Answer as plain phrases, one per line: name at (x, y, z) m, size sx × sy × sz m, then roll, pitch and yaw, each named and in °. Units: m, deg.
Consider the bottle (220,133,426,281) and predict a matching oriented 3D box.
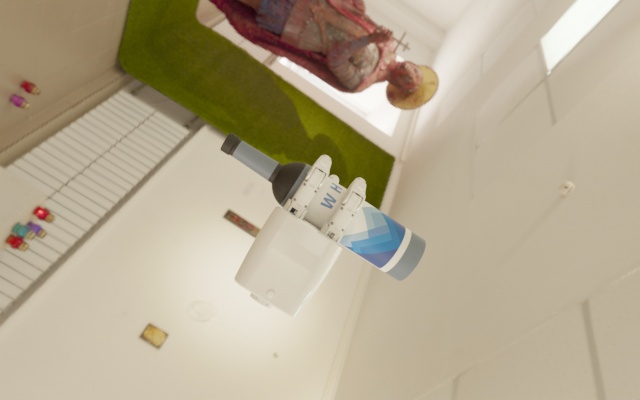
bottle at (0.000, 0.002, 0.635) m, size 0.296 × 0.069 × 0.069 m, roll 33°, pitch -4°, yaw -6°
